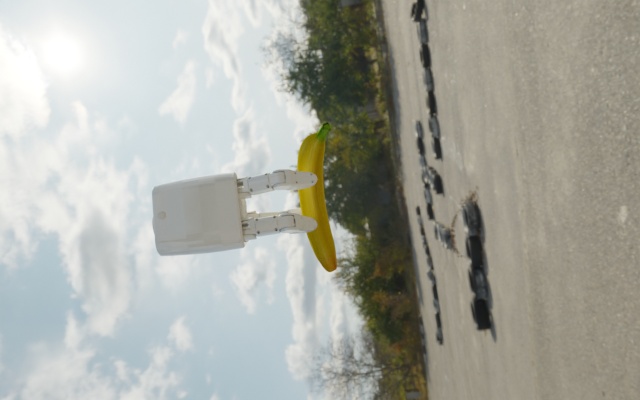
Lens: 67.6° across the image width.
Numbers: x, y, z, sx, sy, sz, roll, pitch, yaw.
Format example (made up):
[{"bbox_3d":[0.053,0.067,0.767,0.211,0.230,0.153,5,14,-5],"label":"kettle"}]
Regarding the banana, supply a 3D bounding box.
[{"bbox_3d":[-0.006,-0.003,0.648,0.037,0.198,0.069,-7,9,-19],"label":"banana"}]
